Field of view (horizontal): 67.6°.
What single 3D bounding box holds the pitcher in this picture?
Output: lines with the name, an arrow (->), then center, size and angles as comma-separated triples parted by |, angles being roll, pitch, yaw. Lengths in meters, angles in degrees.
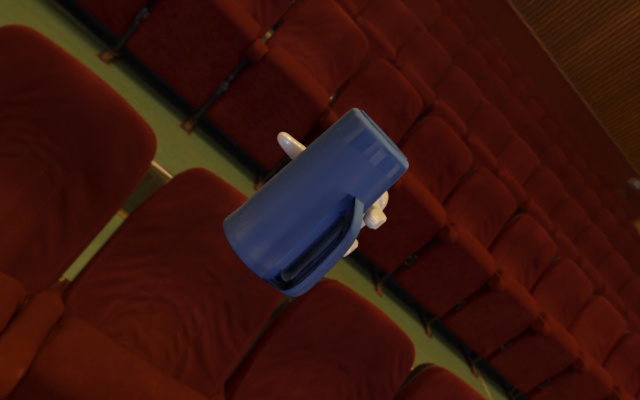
pitcher -> 0.000, 0.002, 0.636 | 0.243, 0.149, 0.145 | -43, -5, 13
